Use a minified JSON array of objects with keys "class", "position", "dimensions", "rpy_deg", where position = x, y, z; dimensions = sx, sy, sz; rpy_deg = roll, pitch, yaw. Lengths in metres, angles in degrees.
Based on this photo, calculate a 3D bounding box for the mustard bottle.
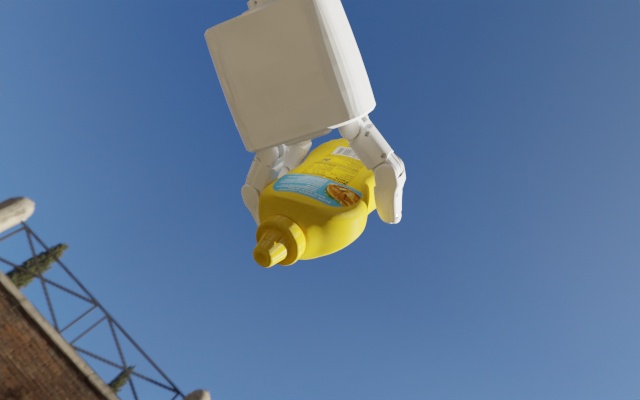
[{"class":"mustard bottle","position":[0.000,0.002,0.434],"dimensions":[0.096,0.058,0.191],"rpy_deg":[17,33,23]}]
